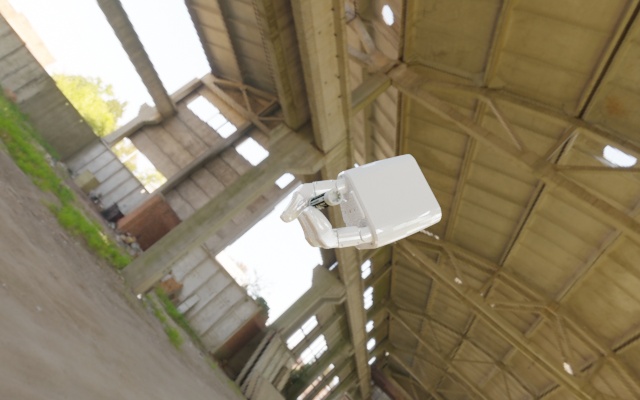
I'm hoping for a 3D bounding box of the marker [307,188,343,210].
[{"bbox_3d":[0.000,0.002,0.603,0.020,0.020,0.121,0,-7,-17],"label":"marker"}]
